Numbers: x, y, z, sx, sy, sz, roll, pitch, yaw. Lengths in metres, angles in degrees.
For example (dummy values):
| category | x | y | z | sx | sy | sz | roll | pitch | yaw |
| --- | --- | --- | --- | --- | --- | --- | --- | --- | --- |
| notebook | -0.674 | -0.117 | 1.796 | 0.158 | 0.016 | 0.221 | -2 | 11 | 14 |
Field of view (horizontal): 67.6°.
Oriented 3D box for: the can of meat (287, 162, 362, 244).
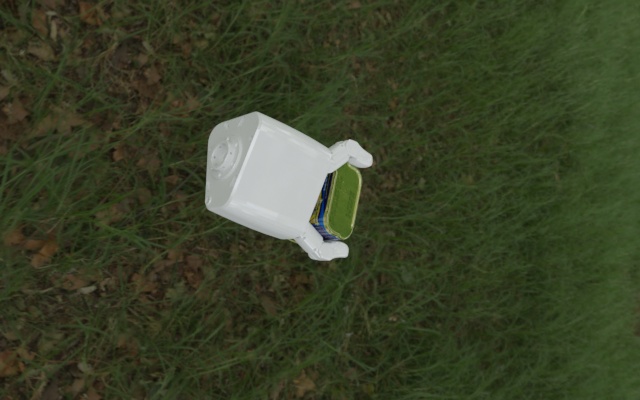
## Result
| category | x | y | z | sx | sy | sz | roll | pitch | yaw |
| --- | --- | --- | --- | --- | --- | --- | --- | --- | --- |
| can of meat | 0.000 | 0.002 | 0.610 | 0.084 | 0.102 | 0.057 | -7 | -26 | 43 |
